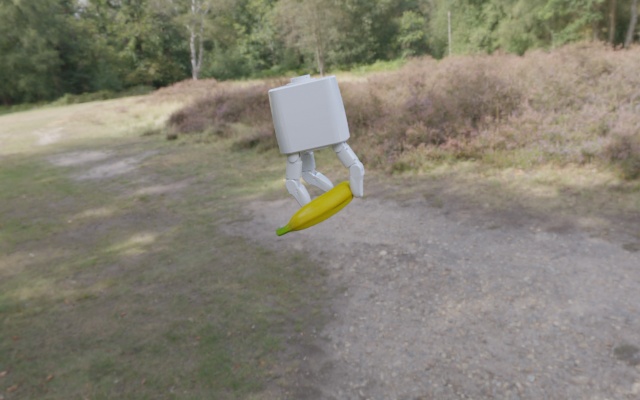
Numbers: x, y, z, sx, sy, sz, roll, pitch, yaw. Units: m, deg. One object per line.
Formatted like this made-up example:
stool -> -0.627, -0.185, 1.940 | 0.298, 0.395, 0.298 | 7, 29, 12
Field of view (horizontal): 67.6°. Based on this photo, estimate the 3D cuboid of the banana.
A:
banana -> 0.011, 0.003, 0.797 | 0.069, 0.037, 0.197 | -5, 18, 45
